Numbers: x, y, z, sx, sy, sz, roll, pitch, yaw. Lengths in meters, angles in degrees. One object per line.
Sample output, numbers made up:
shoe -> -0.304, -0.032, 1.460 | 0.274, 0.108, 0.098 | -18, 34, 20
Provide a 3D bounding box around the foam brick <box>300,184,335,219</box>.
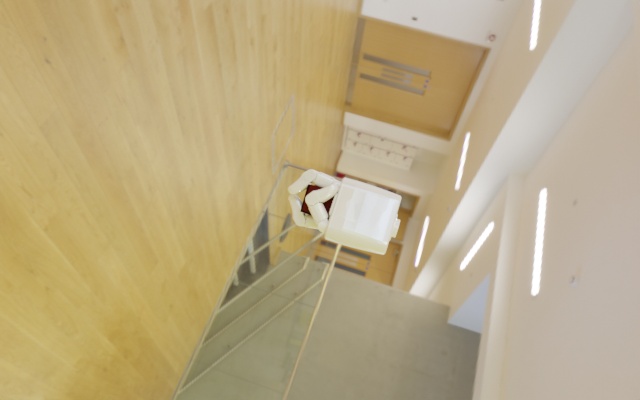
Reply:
foam brick -> 0.000, 0.003, 0.862 | 0.051, 0.053, 0.078 | 17, 3, 7
